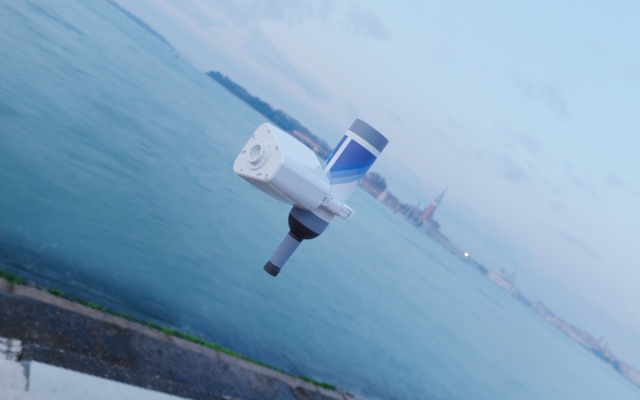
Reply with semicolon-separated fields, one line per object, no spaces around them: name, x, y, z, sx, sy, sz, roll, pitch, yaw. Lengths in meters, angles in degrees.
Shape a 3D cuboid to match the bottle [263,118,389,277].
bottle;0.000;0.002;0.797;0.069;0.296;0.069;36;5;-3
